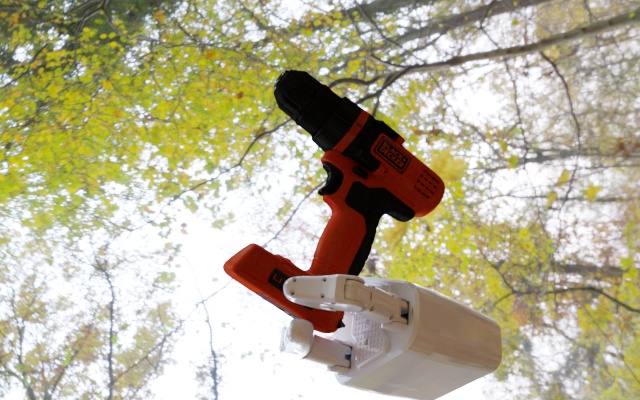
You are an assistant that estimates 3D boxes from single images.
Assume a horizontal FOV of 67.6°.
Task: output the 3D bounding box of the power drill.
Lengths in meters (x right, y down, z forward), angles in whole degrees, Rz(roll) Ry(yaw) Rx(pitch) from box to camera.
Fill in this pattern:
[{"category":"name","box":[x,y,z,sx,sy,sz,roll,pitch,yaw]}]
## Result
[{"category":"power drill","box":[0.000,0.002,0.410,0.184,0.187,0.057,36,-17,-9]}]
